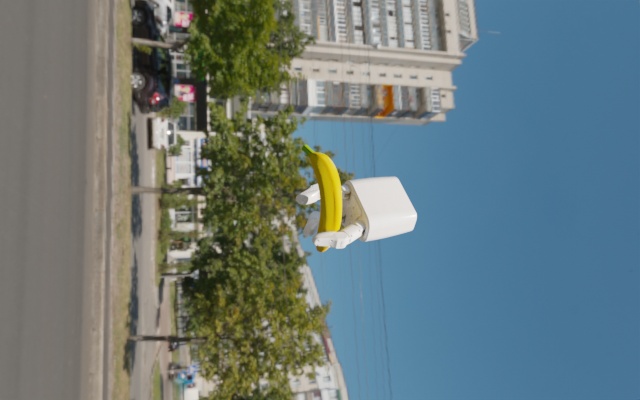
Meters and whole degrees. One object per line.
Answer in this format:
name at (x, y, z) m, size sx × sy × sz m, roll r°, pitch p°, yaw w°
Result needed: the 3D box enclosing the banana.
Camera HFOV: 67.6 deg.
banana at (0.010, 0.003, 0.815) m, size 0.037 × 0.198 × 0.069 m, roll -16°, pitch 20°, yaw -29°
